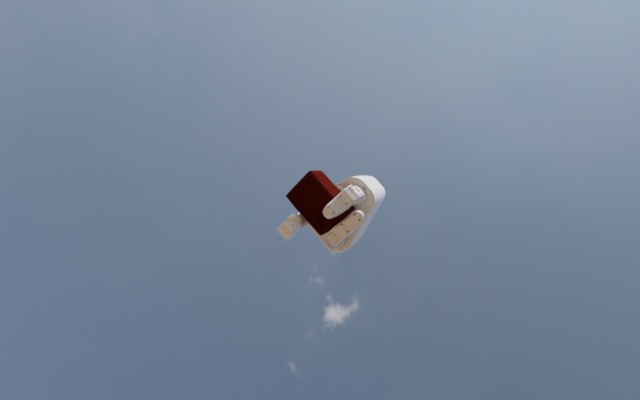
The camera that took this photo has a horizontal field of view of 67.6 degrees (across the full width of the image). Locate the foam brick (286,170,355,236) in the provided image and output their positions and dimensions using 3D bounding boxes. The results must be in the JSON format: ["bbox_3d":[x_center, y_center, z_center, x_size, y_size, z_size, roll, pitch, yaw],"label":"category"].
[{"bbox_3d":[0.000,0.002,0.678,0.053,0.078,0.051,-43,-8,17],"label":"foam brick"}]
